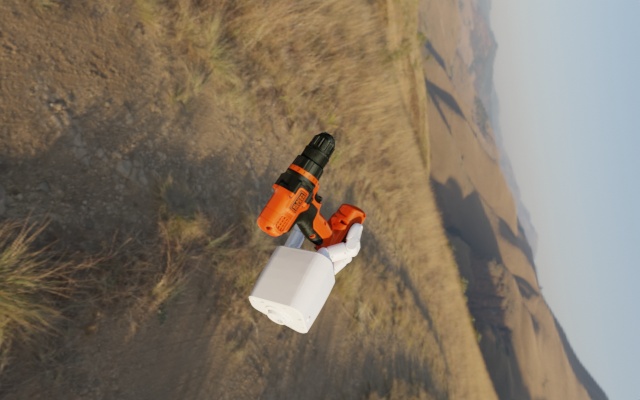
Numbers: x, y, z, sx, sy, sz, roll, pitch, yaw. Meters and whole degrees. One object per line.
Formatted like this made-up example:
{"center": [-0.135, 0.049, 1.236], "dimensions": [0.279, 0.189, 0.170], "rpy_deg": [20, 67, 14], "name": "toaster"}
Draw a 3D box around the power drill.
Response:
{"center": [0.000, 0.003, 0.796], "dimensions": [0.057, 0.184, 0.188], "rpy_deg": [28, -9, 45], "name": "power drill"}
